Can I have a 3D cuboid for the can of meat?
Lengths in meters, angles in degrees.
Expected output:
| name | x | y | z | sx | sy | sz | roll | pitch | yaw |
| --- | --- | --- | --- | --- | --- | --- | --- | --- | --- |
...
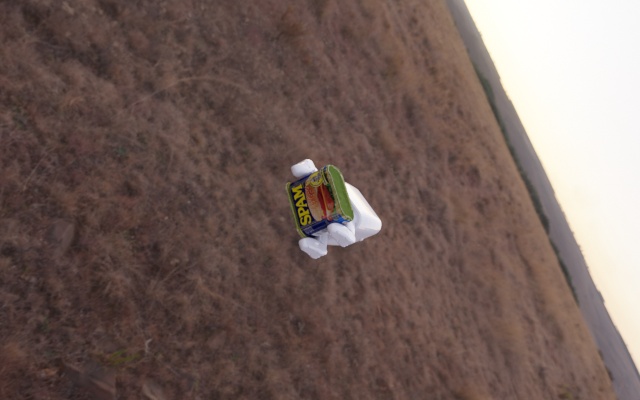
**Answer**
| name | x | y | z | sx | sy | sz | roll | pitch | yaw |
| --- | --- | --- | --- | --- | --- | --- | --- | --- | --- |
| can of meat | 0.000 | 0.002 | 0.777 | 0.084 | 0.102 | 0.057 | -25 | -22 | 23 |
